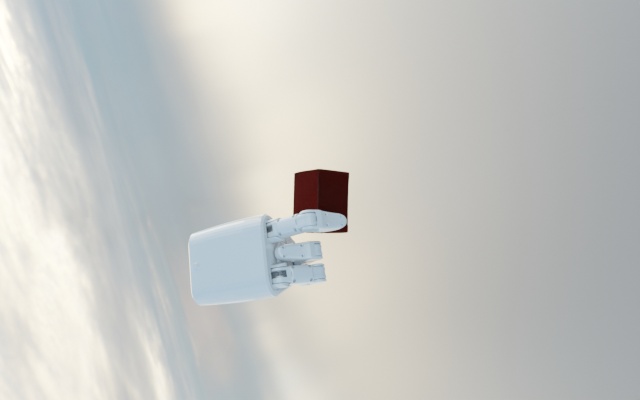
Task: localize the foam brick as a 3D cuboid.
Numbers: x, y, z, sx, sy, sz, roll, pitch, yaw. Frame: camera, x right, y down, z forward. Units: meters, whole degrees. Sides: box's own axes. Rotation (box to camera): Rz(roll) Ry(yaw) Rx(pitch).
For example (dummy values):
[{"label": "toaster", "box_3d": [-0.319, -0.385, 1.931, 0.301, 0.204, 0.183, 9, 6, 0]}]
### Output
[{"label": "foam brick", "box_3d": [0.000, 0.002, 0.605, 0.053, 0.078, 0.051, 7, -7, -39]}]
